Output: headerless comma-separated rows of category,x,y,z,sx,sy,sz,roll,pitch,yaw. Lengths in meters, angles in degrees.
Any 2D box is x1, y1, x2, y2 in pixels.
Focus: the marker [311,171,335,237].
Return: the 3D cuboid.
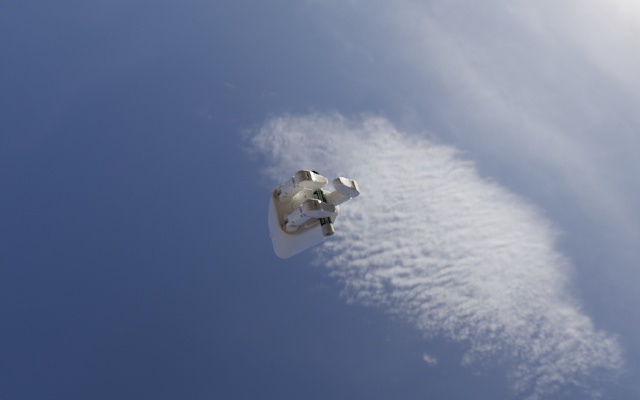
marker,0.000,0.003,0.795,0.020,0.121,0.020,-12,-27,-6
